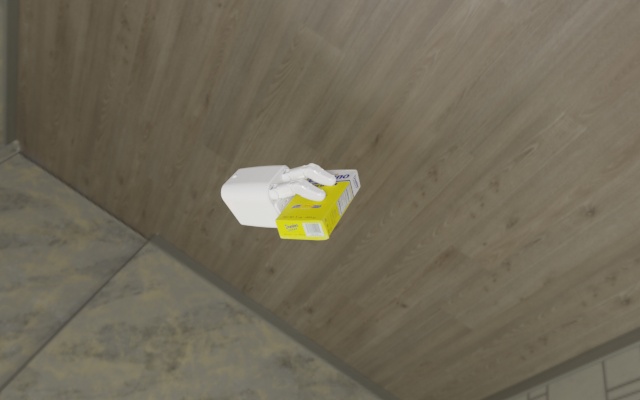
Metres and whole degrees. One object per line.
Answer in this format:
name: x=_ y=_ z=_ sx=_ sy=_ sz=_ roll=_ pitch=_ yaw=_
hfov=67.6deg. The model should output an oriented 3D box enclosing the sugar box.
sugar box: x=0.000 y=0.002 z=0.862 sx=0.093 sy=0.048 sz=0.176 roll=0 pitch=34 yaw=25
